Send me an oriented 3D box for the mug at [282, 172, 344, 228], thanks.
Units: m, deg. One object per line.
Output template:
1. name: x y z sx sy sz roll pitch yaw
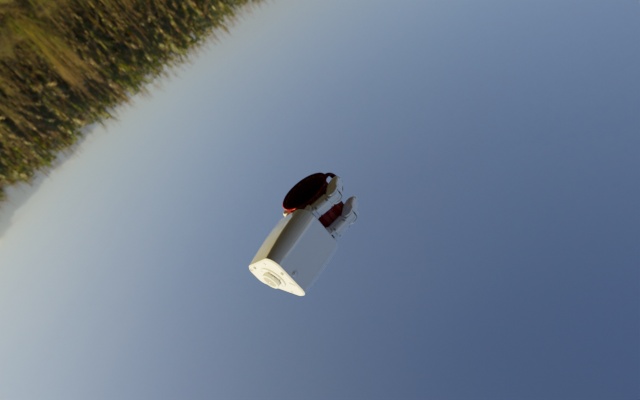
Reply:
1. mug: 0.001 0.002 0.848 0.093 0.117 0.081 -3 -47 50
